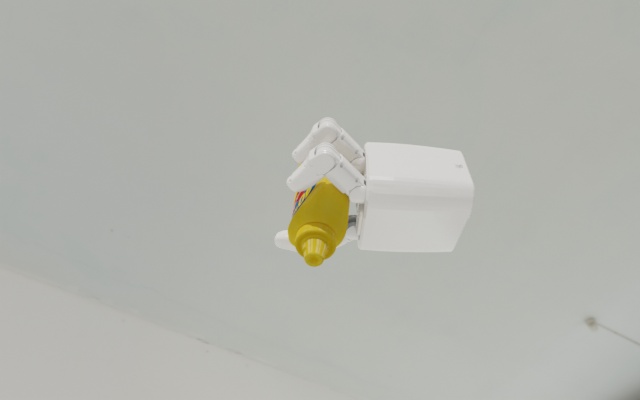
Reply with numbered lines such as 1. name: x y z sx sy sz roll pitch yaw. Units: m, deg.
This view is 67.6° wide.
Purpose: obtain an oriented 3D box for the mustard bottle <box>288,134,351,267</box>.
1. mustard bottle: 0.000 0.001 0.526 0.058 0.096 0.191 24 34 -13
